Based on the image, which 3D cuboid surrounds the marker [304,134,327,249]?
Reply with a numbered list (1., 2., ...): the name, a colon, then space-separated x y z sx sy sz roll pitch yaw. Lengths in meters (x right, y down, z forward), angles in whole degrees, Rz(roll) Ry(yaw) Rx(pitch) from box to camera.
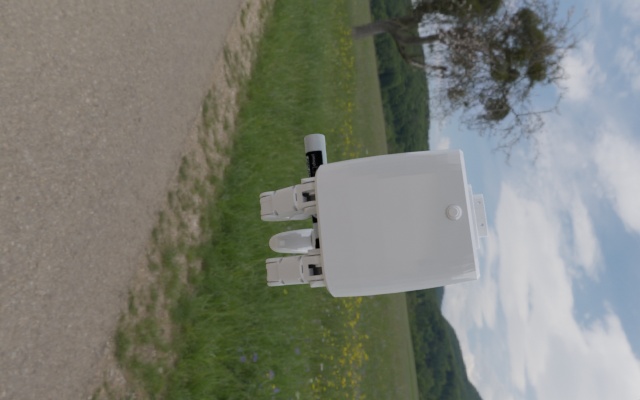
1. marker: 0.000 0.001 0.425 0.020 0.121 0.020 -5 -8 -1
